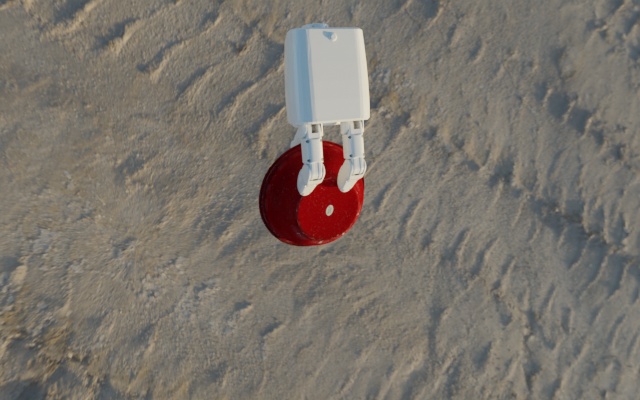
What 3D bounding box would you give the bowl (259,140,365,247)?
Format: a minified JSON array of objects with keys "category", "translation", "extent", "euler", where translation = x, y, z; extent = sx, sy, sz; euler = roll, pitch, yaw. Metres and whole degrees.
[{"category":"bowl","translation":[0.001,0.003,0.655],"extent":[0.162,0.162,0.055],"euler":[0,22,-25]}]
